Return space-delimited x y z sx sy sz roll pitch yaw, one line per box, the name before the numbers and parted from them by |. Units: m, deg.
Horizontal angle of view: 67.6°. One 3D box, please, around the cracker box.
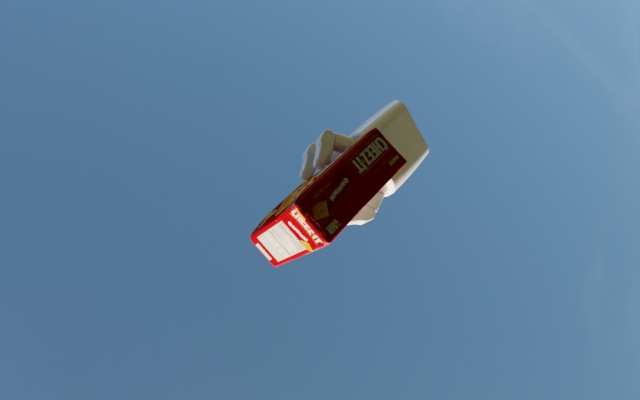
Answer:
cracker box | 0.000 0.002 0.674 0.164 0.072 0.214 -45 5 -27
